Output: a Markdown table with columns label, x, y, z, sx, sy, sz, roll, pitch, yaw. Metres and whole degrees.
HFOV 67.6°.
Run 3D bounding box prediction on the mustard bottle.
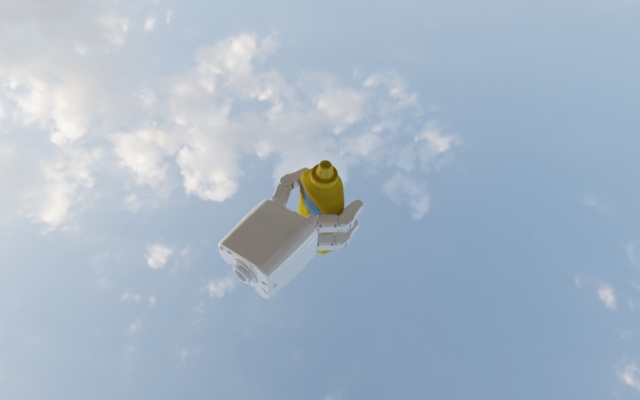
| label | x | y | z | sx | sy | sz | roll | pitch | yaw |
| --- | --- | --- | --- | --- | --- | --- | --- | --- | --- |
| mustard bottle | 0.000 | 0.002 | 0.766 | 0.058 | 0.096 | 0.192 | -20 | -30 | -17 |
